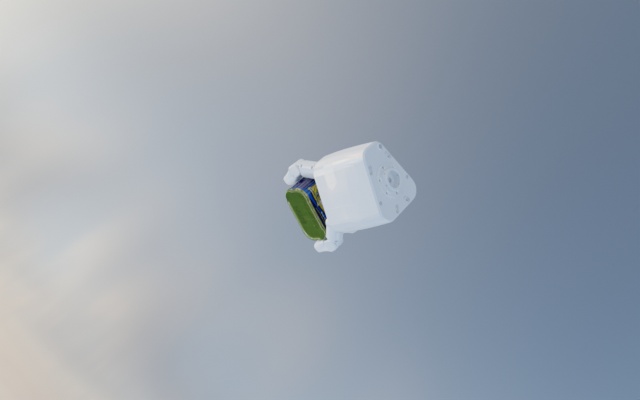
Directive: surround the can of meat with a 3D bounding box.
[{"bbox_3d":[0.000,0.003,0.776,0.057,0.102,0.084,-7,27,48],"label":"can of meat"}]
